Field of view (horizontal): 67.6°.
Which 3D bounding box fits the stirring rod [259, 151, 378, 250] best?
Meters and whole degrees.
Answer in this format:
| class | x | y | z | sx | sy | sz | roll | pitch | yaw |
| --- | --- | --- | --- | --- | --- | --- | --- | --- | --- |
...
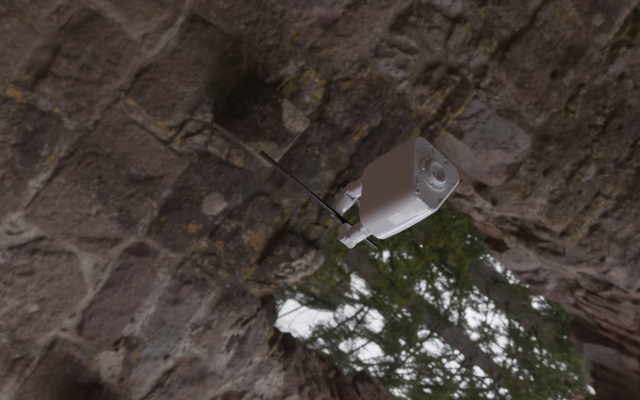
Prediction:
| class | x | y | z | sx | sy | sz | roll | pitch | yaw |
| --- | --- | --- | --- | --- | --- | --- | --- | --- | --- |
| stirring rod | 0.000 | 0.002 | 0.743 | 0.239 | 0.011 | 0.011 | 40 | -12 | -15 |
